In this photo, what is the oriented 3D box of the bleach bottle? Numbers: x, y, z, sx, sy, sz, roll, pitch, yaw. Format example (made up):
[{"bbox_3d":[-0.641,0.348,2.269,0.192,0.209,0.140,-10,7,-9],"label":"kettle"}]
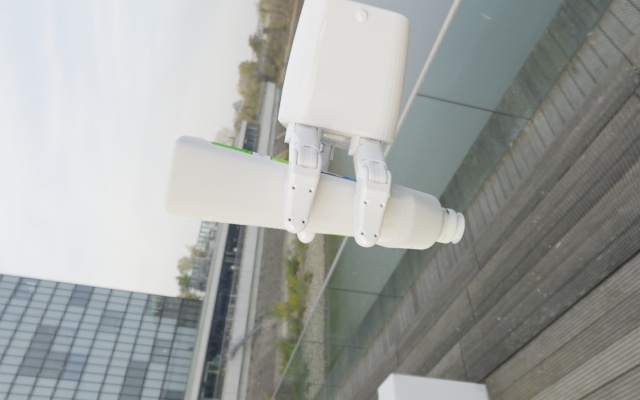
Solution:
[{"bbox_3d":[0.000,0.001,0.415,0.251,0.068,0.102,11,2,-10],"label":"bleach bottle"}]
